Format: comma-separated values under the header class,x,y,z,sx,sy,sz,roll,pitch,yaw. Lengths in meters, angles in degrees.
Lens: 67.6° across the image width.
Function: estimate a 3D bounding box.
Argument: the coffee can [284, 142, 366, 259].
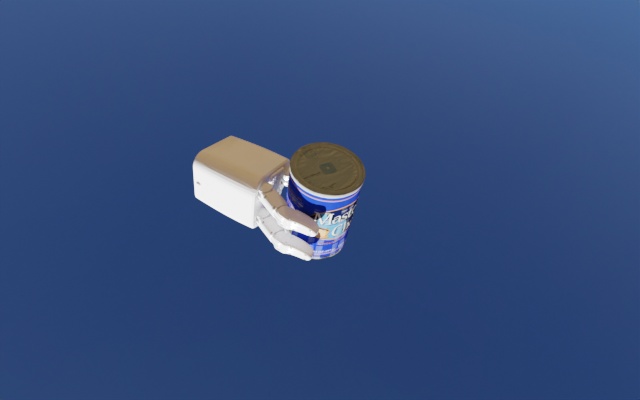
class,x,y,z,sx,sy,sz,roll,pitch,yaw
coffee can,0.000,0.002,0.687,0.103,0.102,0.140,0,-42,-11
